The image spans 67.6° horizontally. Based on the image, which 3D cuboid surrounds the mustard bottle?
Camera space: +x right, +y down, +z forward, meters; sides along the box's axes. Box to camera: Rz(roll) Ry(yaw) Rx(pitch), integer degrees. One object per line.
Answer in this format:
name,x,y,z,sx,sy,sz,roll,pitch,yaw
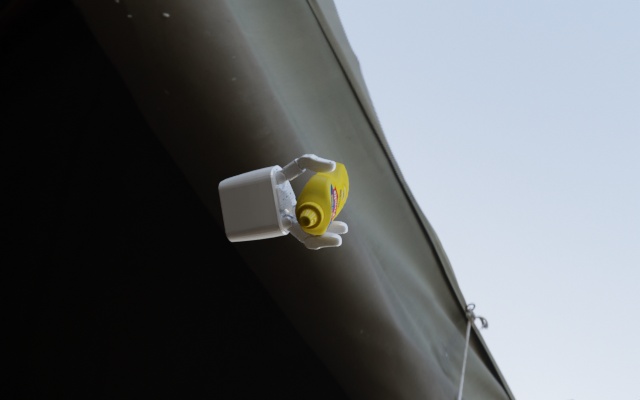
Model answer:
mustard bottle,0.001,0.002,0.779,0.058,0.096,0.191,11,19,11
